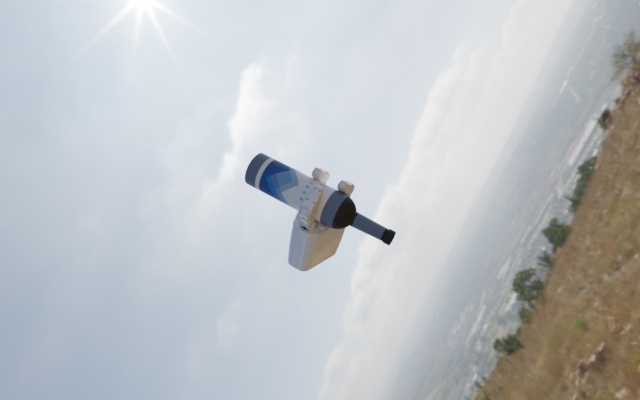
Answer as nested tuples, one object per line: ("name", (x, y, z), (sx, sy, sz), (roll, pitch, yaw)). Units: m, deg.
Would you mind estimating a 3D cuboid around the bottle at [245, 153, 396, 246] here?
("bottle", (0.000, 0.003, 0.875), (0.295, 0.069, 0.069), (27, 8, 16))
